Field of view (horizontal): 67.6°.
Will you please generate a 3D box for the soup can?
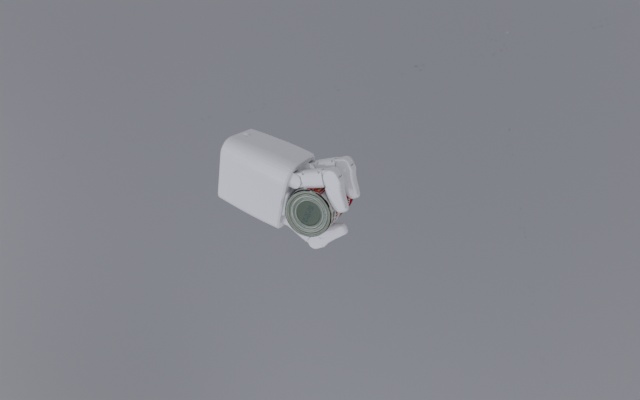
[{"bbox_3d":[0.000,0.003,0.672,0.068,0.068,0.102,0,18,21],"label":"soup can"}]
